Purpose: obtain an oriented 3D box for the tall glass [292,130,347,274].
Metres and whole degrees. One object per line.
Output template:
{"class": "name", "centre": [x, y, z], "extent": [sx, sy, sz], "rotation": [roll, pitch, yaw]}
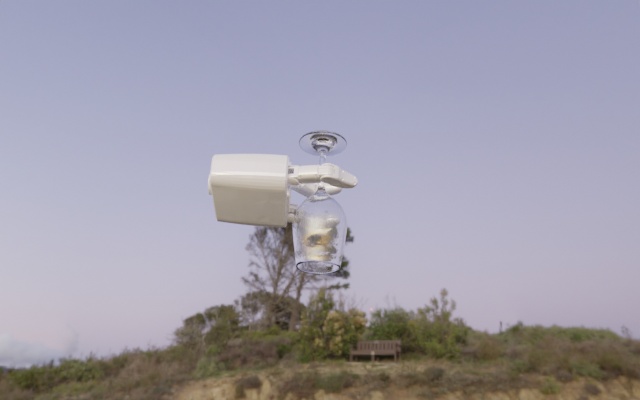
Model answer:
{"class": "tall glass", "centre": [0.000, 0.002, 0.697], "extent": [0.079, 0.201, 0.079], "rotation": [1, -24, 1]}
